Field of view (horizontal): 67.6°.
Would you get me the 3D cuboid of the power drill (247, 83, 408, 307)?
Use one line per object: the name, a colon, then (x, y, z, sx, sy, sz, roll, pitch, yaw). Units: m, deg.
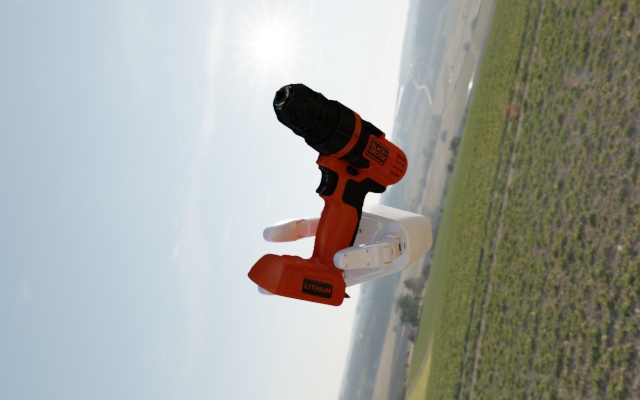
power drill: (0.000, 0.002, 0.462, 0.184, 0.187, 0.057, 24, -2, -44)
